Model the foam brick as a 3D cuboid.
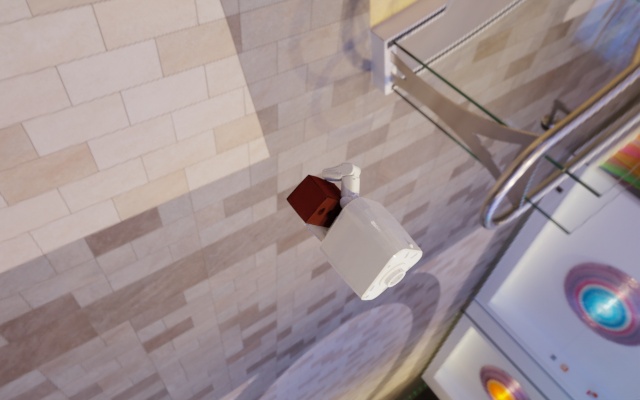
[{"bbox_3d":[0.000,0.002,0.709,0.051,0.053,0.078,51,20,28],"label":"foam brick"}]
